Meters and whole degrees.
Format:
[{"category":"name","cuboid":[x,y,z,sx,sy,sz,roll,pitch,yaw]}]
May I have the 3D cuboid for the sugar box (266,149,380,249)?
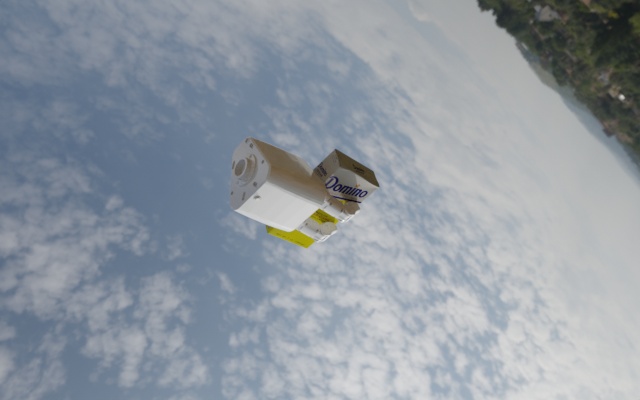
[{"category":"sugar box","cuboid":[0.000,0.003,0.773,0.093,0.048,0.176,25,-53,-38]}]
